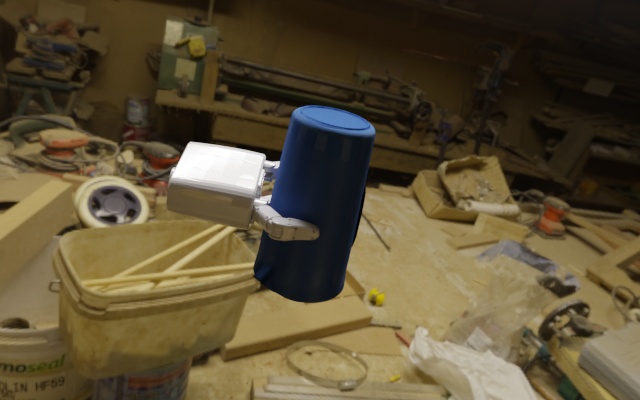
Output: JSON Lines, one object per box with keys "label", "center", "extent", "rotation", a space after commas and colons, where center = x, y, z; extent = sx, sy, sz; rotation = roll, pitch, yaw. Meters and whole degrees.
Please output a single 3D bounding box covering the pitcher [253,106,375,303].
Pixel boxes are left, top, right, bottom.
{"label": "pitcher", "center": [0.000, 0.002, 0.647], "extent": [0.145, 0.243, 0.149], "rotation": [11, 24, -5]}
